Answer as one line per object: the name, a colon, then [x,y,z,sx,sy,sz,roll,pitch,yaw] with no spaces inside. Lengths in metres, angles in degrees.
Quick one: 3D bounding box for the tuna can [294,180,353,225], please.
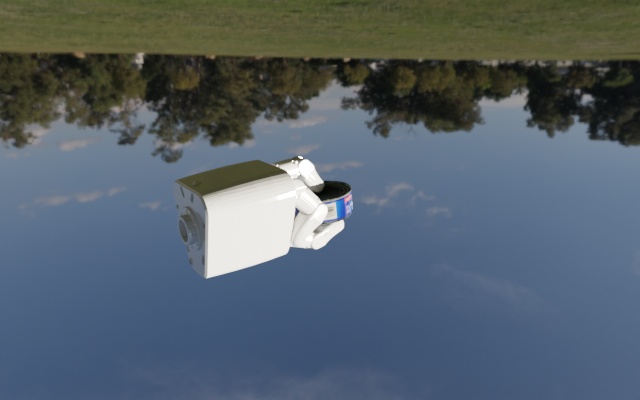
tuna can: [0.000,0.003,0.639,0.086,0.034,0.086,-5,19,2]
